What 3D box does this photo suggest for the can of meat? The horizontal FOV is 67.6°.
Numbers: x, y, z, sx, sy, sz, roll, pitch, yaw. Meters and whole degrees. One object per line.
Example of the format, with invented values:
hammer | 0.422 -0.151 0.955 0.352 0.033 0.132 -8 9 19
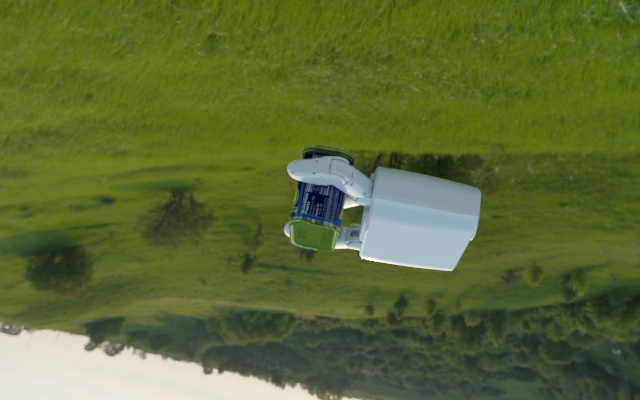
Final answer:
can of meat | 0.000 0.002 0.512 0.057 0.084 0.102 11 -21 2
